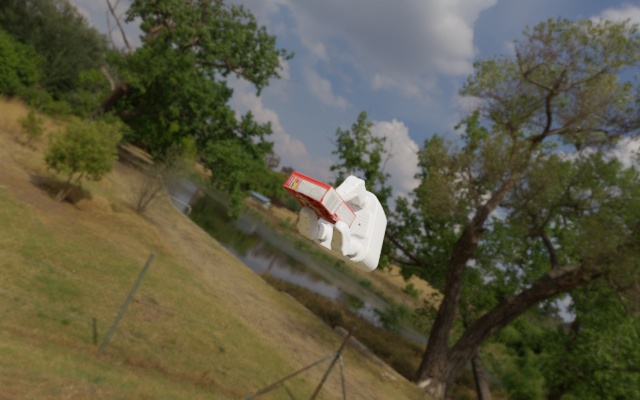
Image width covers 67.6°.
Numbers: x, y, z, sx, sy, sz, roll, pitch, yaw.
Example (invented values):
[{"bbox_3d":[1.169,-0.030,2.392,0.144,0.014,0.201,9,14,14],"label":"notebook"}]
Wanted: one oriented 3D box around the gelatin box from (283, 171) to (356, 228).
[{"bbox_3d":[0.000,0.002,0.665,0.073,0.030,0.089,24,-15,37],"label":"gelatin box"}]
